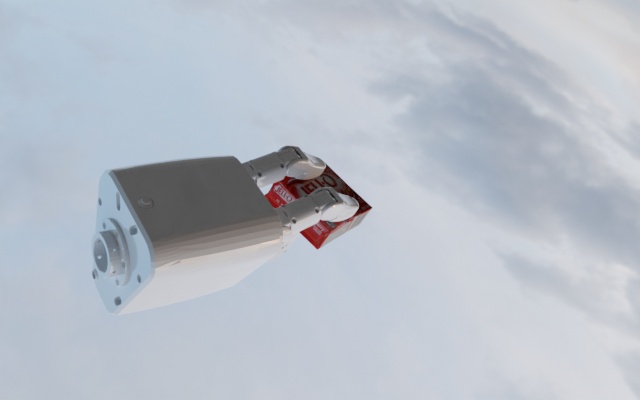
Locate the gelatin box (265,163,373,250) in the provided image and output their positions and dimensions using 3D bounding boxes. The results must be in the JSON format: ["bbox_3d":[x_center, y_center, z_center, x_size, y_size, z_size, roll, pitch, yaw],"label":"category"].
[{"bbox_3d":[0.000,0.002,0.467,0.073,0.030,0.089,44,32,15],"label":"gelatin box"}]
